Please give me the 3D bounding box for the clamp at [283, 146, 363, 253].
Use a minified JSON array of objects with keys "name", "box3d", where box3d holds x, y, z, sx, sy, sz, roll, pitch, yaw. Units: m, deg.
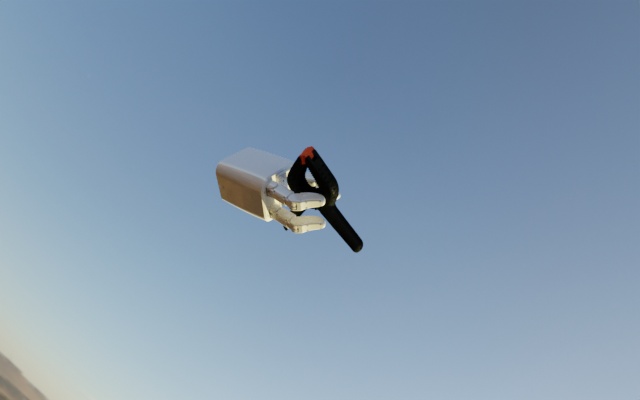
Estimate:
[{"name":"clamp","box3d":[0.000,0.002,0.820,0.164,0.210,0.036,19,49,20]}]
